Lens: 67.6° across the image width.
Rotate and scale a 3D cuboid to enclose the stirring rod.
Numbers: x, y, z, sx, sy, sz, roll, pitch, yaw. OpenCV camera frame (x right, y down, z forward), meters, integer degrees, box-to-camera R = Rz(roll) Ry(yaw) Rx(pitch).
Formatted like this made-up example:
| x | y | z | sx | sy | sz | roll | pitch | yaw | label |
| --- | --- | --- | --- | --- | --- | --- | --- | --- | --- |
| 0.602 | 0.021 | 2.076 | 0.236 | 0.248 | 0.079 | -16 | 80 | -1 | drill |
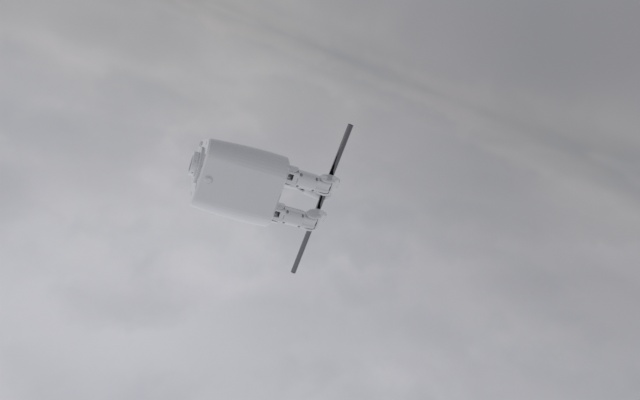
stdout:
| x | y | z | sx | sy | sz | roll | pitch | yaw | label |
| --- | --- | --- | --- | --- | --- | --- | --- | --- | --- |
| 0.000 | 0.002 | 0.696 | 0.011 | 0.239 | 0.011 | 20 | 17 | -6 | stirring rod |
